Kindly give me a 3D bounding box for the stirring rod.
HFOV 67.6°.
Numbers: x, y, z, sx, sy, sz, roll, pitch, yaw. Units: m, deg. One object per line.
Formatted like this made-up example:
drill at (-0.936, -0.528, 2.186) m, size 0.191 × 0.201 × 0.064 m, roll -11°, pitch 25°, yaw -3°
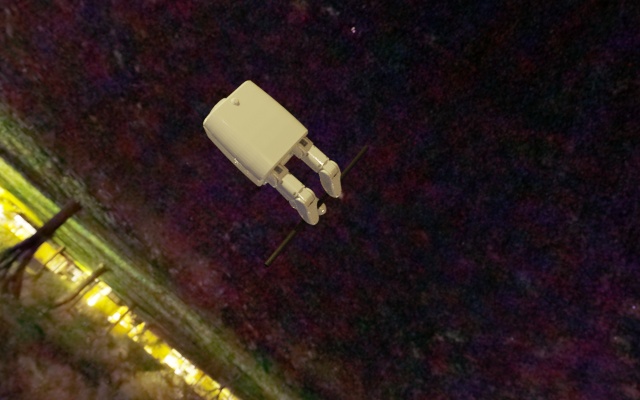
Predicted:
stirring rod at (0.000, 0.002, 0.674) m, size 0.239 × 0.011 × 0.011 m, roll -50°, pitch 26°, yaw -25°
